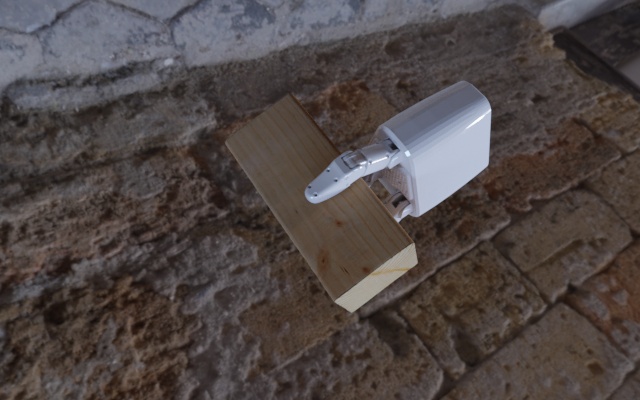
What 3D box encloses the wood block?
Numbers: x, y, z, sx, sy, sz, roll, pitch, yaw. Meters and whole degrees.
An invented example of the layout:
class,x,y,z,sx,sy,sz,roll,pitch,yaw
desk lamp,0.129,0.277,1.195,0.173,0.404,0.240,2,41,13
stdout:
class,x,y,z,sx,sy,sz,roll,pitch,yaw
wood block,0.000,0.001,0.498,0.090,0.206,0.091,-37,-24,-1
